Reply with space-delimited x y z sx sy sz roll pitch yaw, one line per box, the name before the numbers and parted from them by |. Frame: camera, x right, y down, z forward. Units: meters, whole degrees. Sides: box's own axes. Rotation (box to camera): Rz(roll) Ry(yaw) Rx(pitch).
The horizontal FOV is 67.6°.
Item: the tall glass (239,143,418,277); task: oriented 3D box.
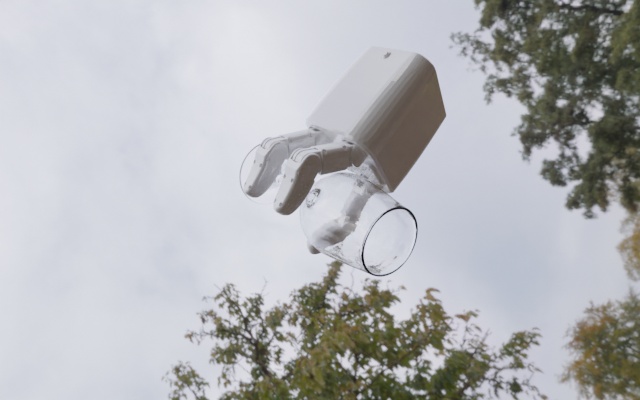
tall glass | 0.000 0.001 0.461 0.079 0.079 0.201 0 20 -38
